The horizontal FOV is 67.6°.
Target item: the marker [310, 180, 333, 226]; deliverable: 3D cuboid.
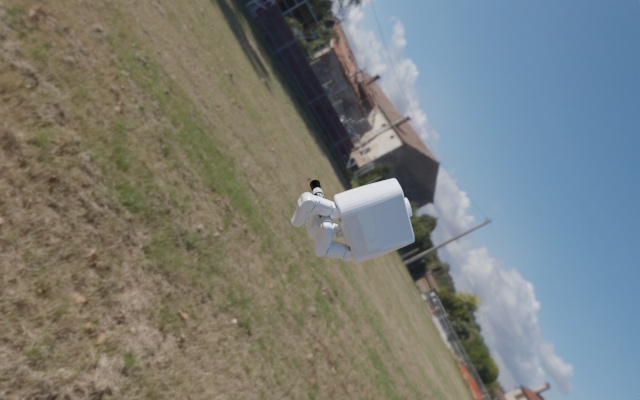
[{"bbox_3d":[0.000,0.003,0.803,0.020,0.020,0.121,0,36,-13],"label":"marker"}]
